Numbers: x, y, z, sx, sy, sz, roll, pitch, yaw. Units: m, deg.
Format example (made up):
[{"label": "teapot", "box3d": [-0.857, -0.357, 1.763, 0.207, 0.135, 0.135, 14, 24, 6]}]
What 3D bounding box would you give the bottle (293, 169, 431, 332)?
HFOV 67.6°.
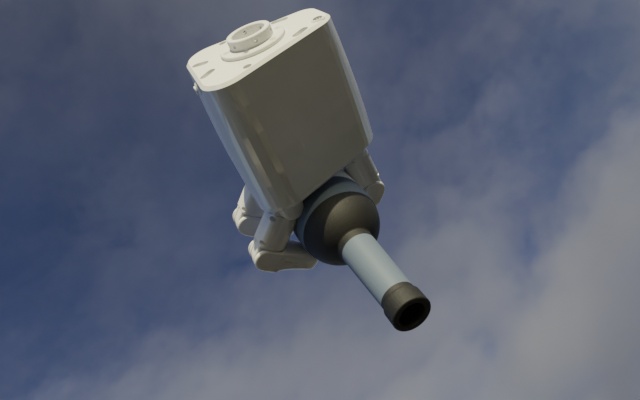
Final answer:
[{"label": "bottle", "box3d": [0.000, 0.001, 0.410, 0.069, 0.069, 0.295, 0, 28, -26]}]
